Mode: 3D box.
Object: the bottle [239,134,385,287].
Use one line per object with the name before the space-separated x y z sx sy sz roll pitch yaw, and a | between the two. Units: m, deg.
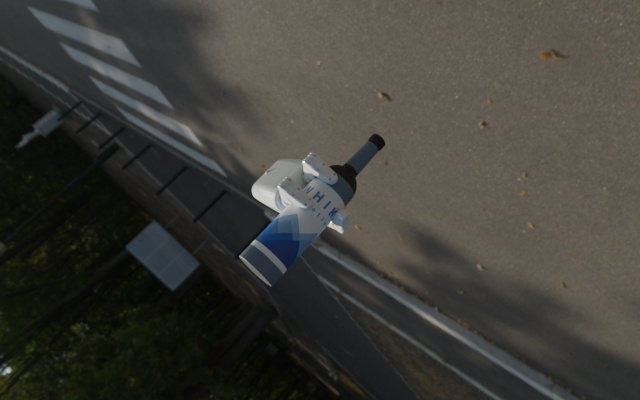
bottle | 0.000 0.003 0.748 0.069 0.295 0.069 39 -16 14
